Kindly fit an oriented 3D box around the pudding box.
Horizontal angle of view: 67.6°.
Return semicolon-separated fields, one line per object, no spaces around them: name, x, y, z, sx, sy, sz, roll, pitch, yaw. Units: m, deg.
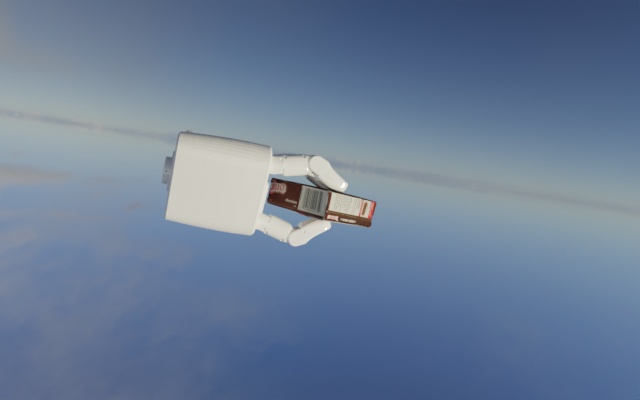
pudding box;0.000;0.002;0.613;0.090;0.039;0.113;11;4;-44
